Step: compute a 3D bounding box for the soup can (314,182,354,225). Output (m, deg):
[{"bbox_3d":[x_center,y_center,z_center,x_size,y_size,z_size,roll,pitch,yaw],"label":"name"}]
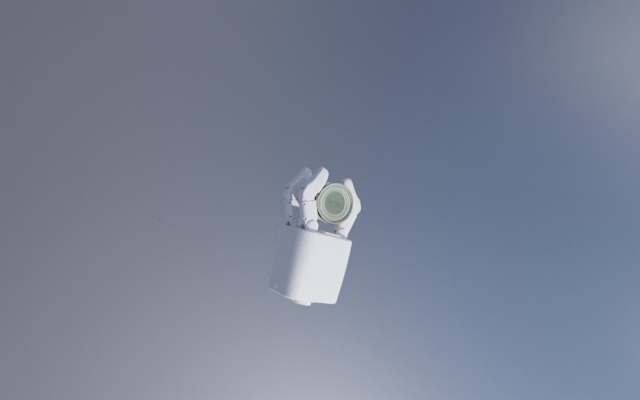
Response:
[{"bbox_3d":[0.000,0.002,0.781,0.068,0.068,0.102,0,2,-27],"label":"soup can"}]
